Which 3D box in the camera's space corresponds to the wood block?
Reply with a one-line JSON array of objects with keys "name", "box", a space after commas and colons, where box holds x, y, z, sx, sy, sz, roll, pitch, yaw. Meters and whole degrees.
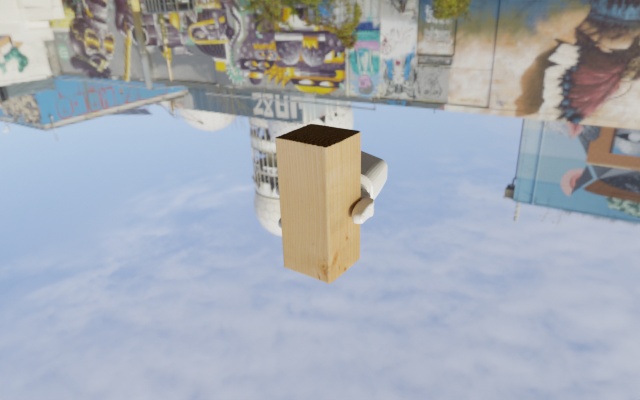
[{"name": "wood block", "box": [0.001, 0.002, 0.701, 0.091, 0.206, 0.090, 14, 28, 32]}]
